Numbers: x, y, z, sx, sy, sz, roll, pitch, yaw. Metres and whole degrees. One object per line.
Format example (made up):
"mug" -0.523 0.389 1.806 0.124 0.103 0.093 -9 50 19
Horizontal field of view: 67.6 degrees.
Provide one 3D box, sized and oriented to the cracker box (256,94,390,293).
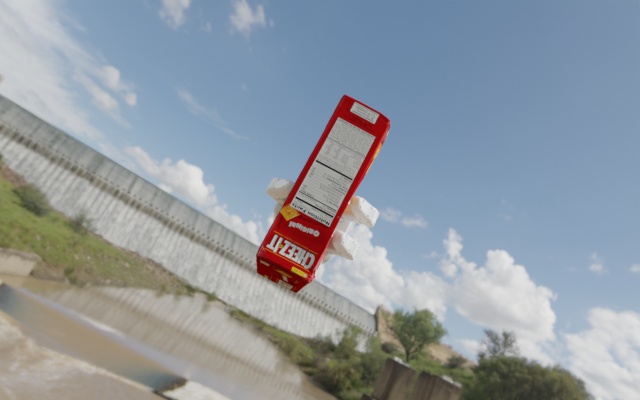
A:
"cracker box" 0.000 0.002 0.592 0.072 0.213 0.164 27 -16 1
